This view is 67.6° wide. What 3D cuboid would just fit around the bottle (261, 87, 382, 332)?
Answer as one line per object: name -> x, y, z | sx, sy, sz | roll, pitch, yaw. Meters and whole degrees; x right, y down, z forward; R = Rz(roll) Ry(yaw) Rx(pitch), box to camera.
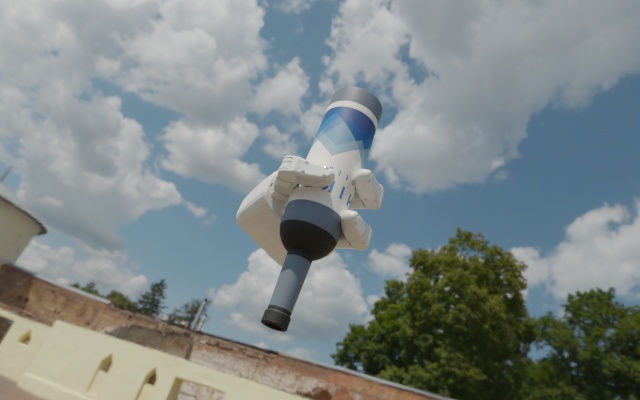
bottle -> 0.000, 0.002, 0.535 | 0.069, 0.295, 0.069 | 16, -28, 9
